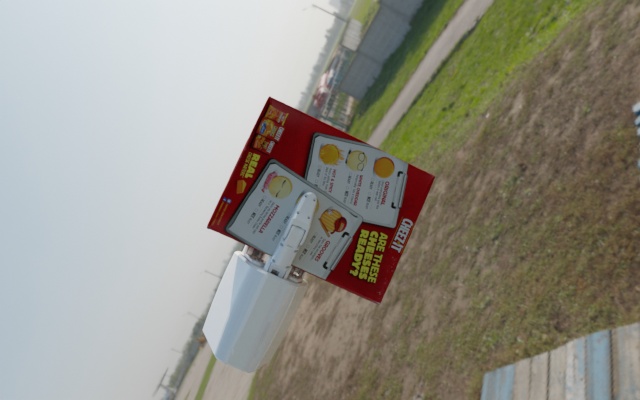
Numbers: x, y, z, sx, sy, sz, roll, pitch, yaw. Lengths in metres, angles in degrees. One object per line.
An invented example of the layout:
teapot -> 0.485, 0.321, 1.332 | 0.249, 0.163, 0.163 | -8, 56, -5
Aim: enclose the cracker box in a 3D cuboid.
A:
cracker box -> 0.000, 0.002, 0.564 | 0.214, 0.164, 0.072 | 25, -4, -6
